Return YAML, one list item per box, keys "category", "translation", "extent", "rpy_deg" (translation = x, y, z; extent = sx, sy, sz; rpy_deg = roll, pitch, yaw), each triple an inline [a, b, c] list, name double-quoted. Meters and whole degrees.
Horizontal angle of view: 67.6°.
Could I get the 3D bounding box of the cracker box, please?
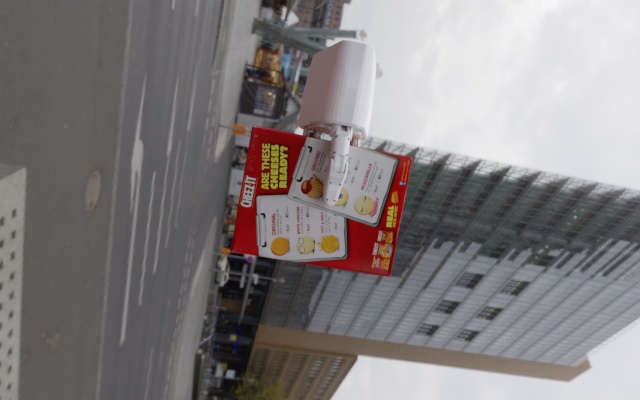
- category: "cracker box"
  translation: [0.000, 0.002, 0.641]
  extent: [0.214, 0.164, 0.072]
  rpy_deg: [10, 1, -9]
